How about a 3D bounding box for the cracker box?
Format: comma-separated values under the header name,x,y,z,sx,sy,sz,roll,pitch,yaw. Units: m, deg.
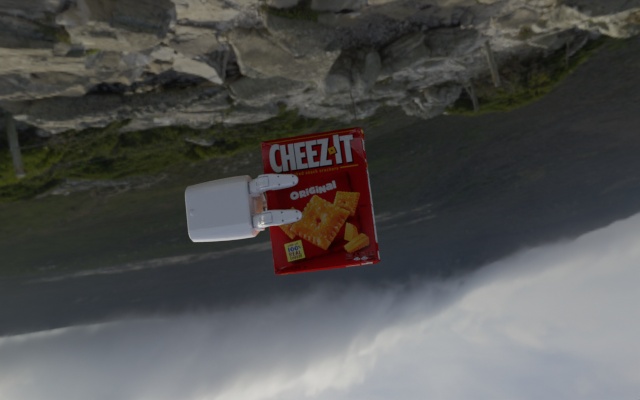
name,x,y,z,sx,sy,sz,roll,pitch,yaw
cracker box,0.000,0.003,0.761,0.164,0.213,0.072,-8,-6,7
